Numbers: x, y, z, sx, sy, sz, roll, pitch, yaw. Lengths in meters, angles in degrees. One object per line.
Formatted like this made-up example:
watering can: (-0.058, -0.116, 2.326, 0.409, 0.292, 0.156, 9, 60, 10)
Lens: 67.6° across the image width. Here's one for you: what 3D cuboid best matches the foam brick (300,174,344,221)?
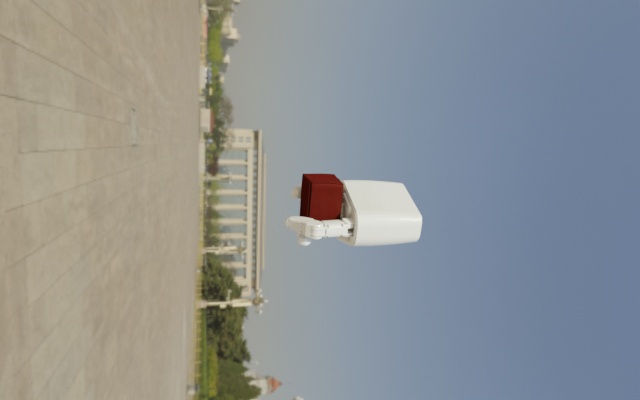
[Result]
foam brick: (0.000, 0.002, 0.716, 0.051, 0.078, 0.053, -1, 20, -15)
